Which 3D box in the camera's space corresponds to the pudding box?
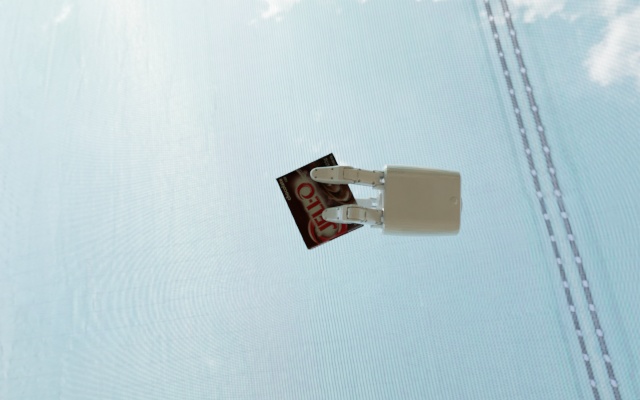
[{"bbox_3d":[0.000,0.002,0.677,0.090,0.113,0.039,-25,-9,-2],"label":"pudding box"}]
